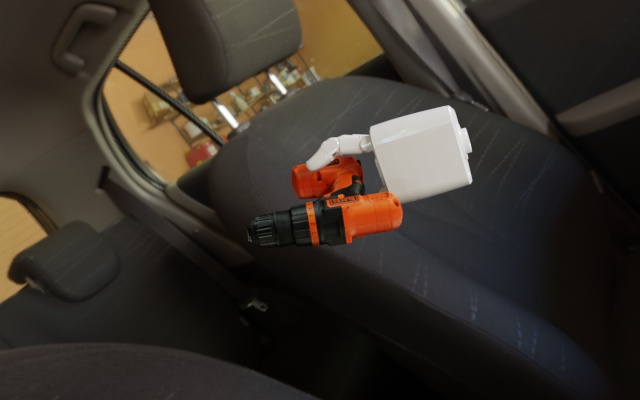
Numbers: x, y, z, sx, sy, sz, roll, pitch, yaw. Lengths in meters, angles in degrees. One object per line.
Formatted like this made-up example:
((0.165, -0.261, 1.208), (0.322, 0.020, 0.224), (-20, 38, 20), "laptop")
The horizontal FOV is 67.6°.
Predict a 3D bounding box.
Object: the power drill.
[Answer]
((0.000, 0.002, 0.630), (0.184, 0.057, 0.187), (-7, 23, -1), "power drill")
